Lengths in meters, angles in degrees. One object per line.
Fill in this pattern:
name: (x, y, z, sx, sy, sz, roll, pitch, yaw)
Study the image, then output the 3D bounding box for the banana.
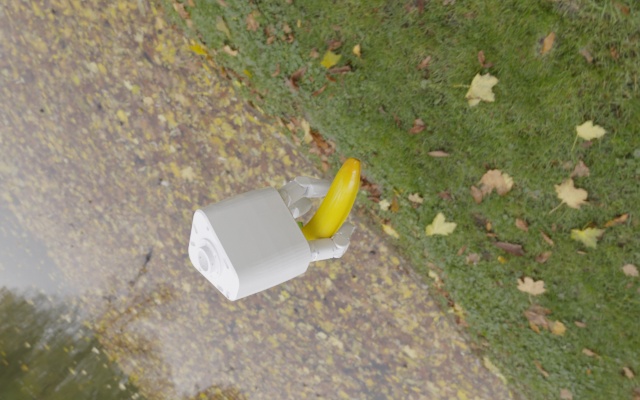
banana: (0.002, 0.020, 0.632, 0.037, 0.069, 0.198, 2, -28, -28)
